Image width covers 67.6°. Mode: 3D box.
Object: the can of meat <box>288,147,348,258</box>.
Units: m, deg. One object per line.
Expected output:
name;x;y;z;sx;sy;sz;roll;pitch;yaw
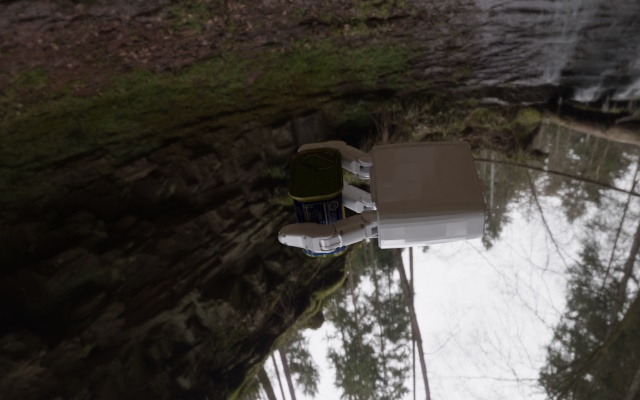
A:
can of meat;0.000;0.002;0.535;0.057;0.084;0.102;-7;34;4
